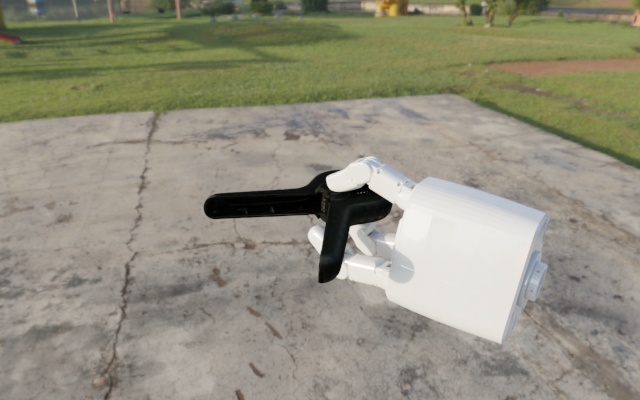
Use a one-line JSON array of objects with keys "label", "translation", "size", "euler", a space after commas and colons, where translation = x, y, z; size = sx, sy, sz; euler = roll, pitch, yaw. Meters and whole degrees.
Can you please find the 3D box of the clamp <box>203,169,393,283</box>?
[{"label": "clamp", "translation": [0.001, 0.001, 0.488], "size": [0.164, 0.036, 0.210], "euler": [21, 32, 30]}]
